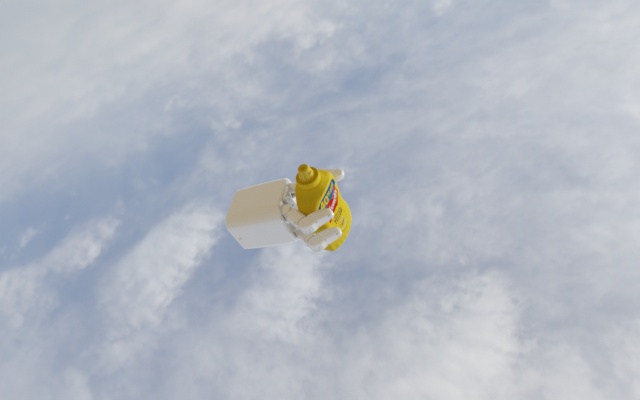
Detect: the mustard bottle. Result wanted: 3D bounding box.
[{"bbox_3d":[0.001,0.003,0.840,0.058,0.096,0.192,10,-31,29],"label":"mustard bottle"}]
